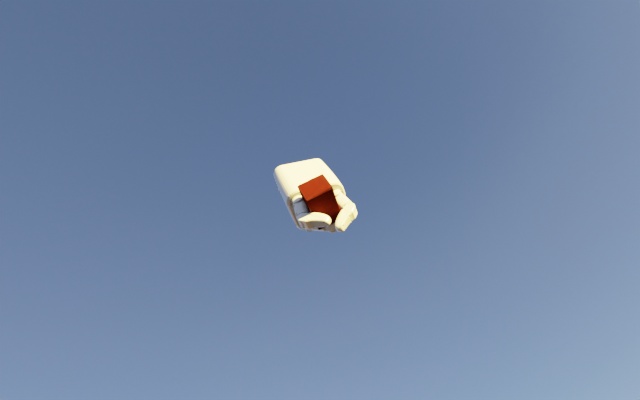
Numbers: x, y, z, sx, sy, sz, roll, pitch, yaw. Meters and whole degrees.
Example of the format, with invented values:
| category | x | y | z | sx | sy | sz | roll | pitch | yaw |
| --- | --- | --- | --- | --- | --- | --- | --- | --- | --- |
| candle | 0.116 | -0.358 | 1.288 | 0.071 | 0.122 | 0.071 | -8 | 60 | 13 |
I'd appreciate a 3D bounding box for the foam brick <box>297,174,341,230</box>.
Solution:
| category | x | y | z | sx | sy | sz | roll | pitch | yaw |
| --- | --- | --- | --- | --- | --- | --- | --- | --- | --- |
| foam brick | 0.000 | 0.003 | 0.854 | 0.053 | 0.078 | 0.051 | -26 | 41 | -6 |
